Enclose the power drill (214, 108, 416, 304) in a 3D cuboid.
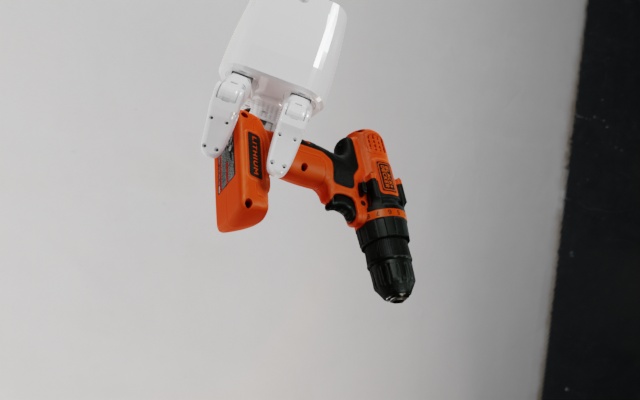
[{"bbox_3d":[0.000,0.001,0.437,0.188,0.184,0.057,11,-36,-34],"label":"power drill"}]
